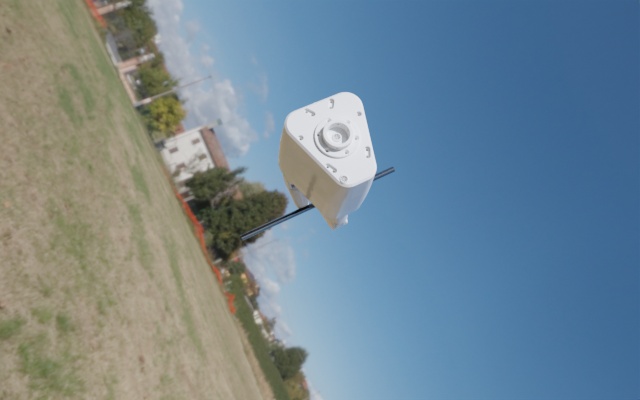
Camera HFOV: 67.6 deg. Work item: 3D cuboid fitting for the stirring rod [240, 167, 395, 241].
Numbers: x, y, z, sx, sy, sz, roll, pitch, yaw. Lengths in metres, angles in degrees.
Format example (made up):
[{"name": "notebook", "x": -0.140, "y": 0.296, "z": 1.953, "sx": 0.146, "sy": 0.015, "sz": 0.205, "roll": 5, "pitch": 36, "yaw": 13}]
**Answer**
[{"name": "stirring rod", "x": 0.000, "y": 0.002, "z": 0.669, "sx": 0.239, "sy": 0.011, "sz": 0.011, "roll": -24, "pitch": 6, "yaw": -14}]
